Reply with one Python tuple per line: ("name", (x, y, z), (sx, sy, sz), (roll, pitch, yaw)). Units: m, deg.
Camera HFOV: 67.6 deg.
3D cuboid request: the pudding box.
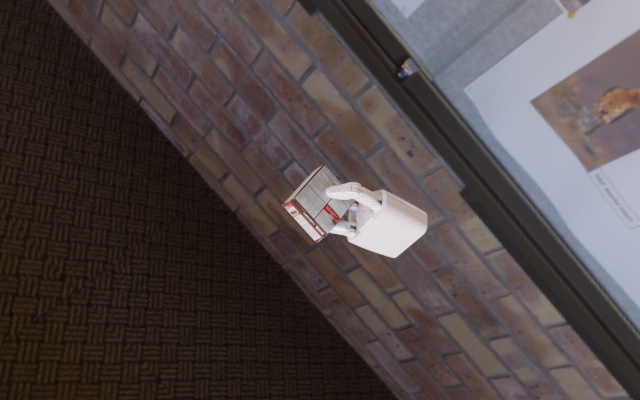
("pudding box", (0.000, 0.003, 0.835), (0.039, 0.090, 0.113), (-34, 11, 46))
